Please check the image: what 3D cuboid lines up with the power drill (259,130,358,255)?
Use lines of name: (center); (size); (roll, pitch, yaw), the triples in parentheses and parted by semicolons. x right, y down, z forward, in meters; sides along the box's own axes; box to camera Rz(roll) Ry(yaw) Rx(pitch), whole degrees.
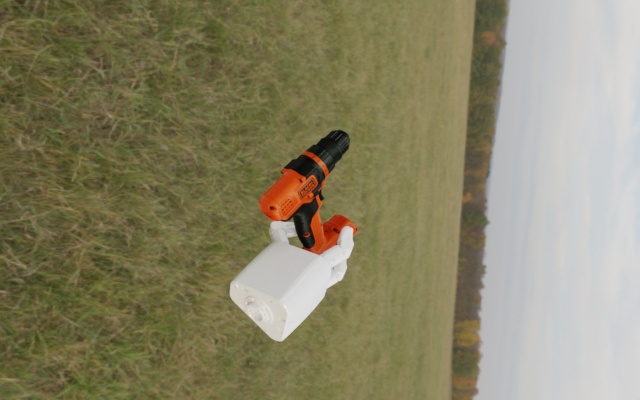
power drill: (0.000, 0.003, 0.765); (0.057, 0.188, 0.184); (25, 61, 41)
